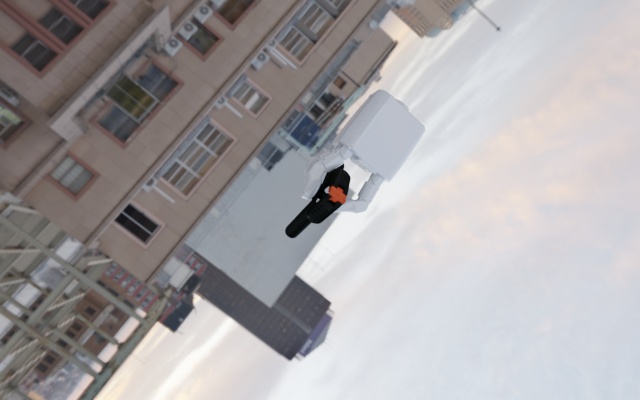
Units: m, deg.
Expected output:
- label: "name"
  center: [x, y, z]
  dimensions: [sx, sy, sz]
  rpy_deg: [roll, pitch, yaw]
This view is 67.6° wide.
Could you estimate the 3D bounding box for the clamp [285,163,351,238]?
- label: "clamp"
  center: [0.001, 0.003, 0.763]
  dimensions: [0.036, 0.164, 0.210]
  rpy_deg: [34, 0, -8]
